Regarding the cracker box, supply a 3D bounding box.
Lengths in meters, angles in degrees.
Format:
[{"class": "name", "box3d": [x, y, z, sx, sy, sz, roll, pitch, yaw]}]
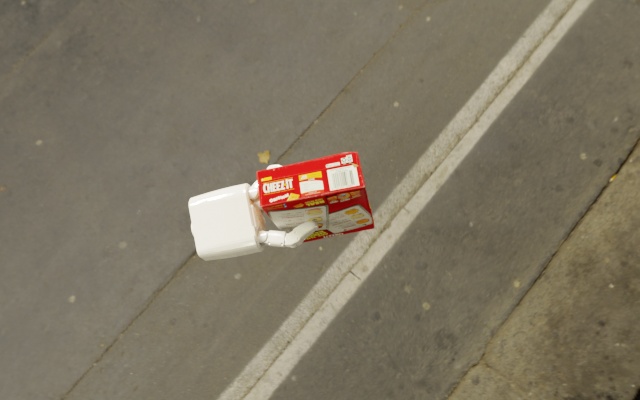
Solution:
[{"class": "cracker box", "box3d": [0.000, 0.003, 0.819, 0.164, 0.072, 0.214, -11, -22, 6]}]
